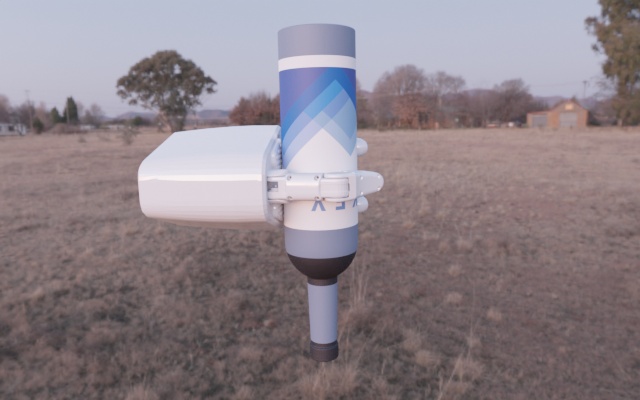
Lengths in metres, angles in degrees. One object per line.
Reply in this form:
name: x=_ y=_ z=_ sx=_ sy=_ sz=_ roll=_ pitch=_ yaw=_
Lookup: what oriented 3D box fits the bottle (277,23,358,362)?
bottle: x=0.000 y=0.001 z=0.429 sx=0.069 sy=0.296 sz=0.069 roll=-1 pitch=9 yaw=0
